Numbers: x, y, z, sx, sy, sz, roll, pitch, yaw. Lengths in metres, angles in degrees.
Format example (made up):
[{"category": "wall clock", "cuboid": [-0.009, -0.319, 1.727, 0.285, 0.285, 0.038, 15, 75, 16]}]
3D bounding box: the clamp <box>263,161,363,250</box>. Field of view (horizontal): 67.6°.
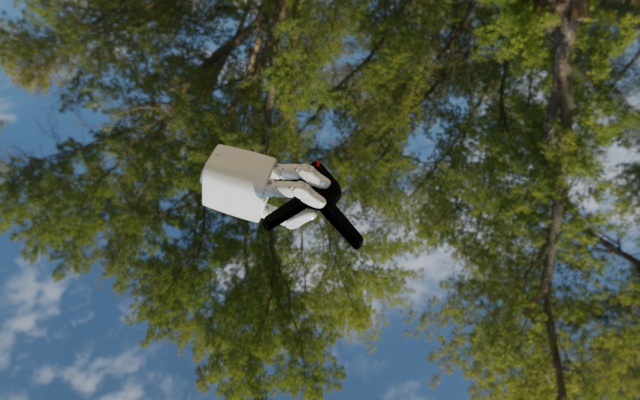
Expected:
[{"category": "clamp", "cuboid": [0.000, 0.003, 0.834, 0.164, 0.036, 0.209, 17, 37, -3]}]
